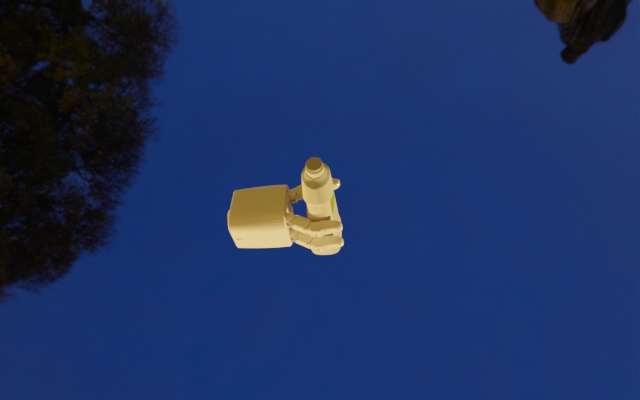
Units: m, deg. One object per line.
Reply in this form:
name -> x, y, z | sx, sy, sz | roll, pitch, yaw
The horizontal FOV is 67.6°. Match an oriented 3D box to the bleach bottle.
bleach bottle -> 0.000, 0.003, 0.891 | 0.068, 0.102, 0.251 | -4, -34, 3
